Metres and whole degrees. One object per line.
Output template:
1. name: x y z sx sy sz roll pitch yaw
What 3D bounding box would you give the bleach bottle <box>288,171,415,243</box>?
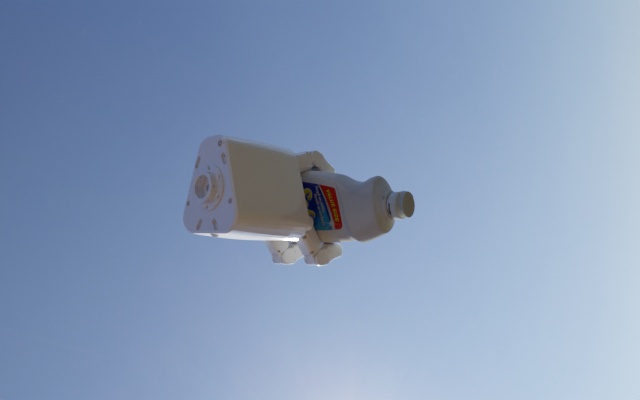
1. bleach bottle: 0.000 0.002 0.601 0.251 0.102 0.068 -4 -7 40
